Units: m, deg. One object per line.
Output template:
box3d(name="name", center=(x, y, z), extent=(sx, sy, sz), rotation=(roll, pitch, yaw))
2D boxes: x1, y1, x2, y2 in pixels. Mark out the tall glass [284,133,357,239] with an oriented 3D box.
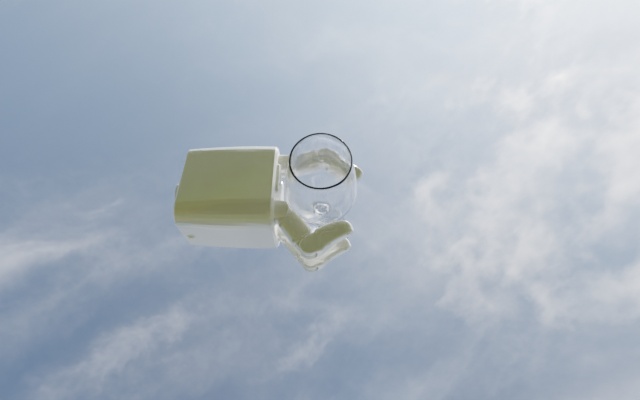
box3d(name="tall glass", center=(0.000, 0.002, 0.546), extent=(0.079, 0.079, 0.201), rotation=(0, -24, 0))
